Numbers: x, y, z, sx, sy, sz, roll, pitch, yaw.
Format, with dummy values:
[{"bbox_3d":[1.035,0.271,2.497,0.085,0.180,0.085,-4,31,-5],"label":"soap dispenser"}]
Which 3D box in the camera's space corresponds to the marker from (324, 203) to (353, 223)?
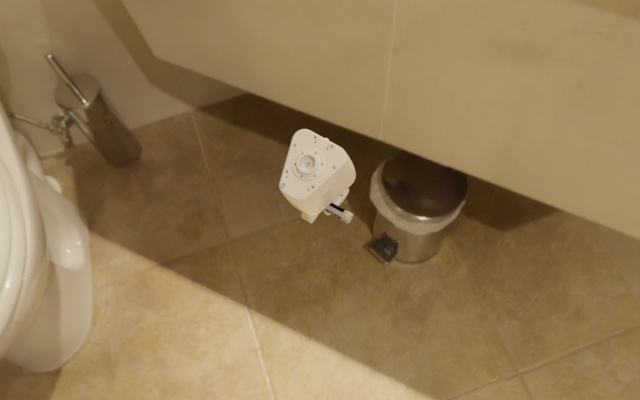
[{"bbox_3d":[0.000,0.003,0.824,0.121,0.020,0.020,29,8,14],"label":"marker"}]
